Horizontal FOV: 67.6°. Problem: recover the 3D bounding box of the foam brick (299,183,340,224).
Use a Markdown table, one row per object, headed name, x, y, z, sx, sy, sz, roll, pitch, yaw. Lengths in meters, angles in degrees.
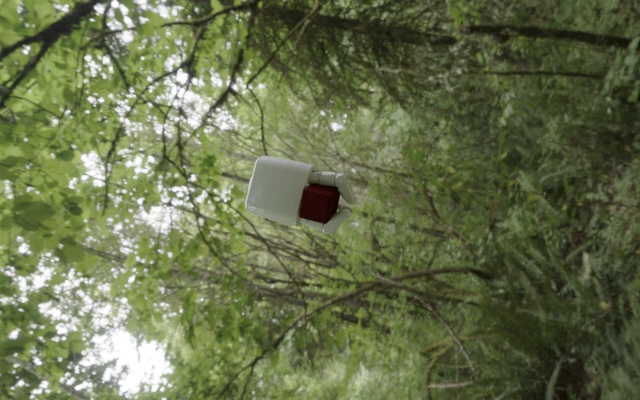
| name | x | y | z | sx | sy | sz | roll | pitch | yaw |
| --- | --- | --- | --- | --- | --- | --- | --- | --- | --- |
| foam brick | 0.000 | 0.003 | 0.853 | 0.051 | 0.053 | 0.078 | 14 | 16 | 13 |
